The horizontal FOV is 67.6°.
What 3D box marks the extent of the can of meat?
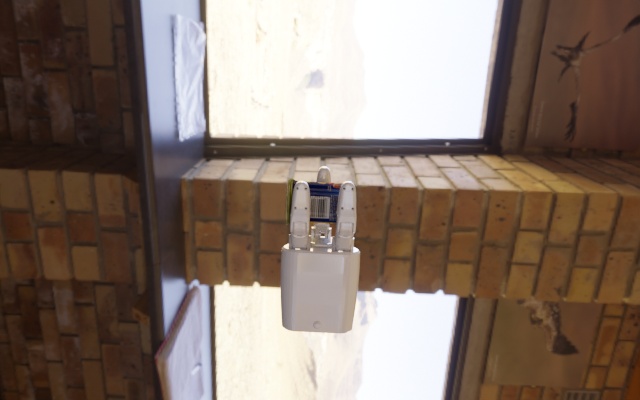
[{"bbox_3d":[0.000,0.002,0.620,0.084,0.057,0.102,3,2,0],"label":"can of meat"}]
